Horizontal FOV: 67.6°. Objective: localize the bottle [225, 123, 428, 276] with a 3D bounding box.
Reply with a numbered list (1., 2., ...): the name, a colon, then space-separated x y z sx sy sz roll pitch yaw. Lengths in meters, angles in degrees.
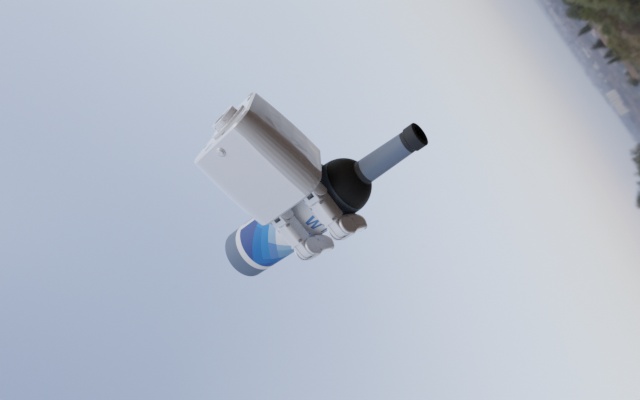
1. bottle: 0.000 0.002 0.568 0.296 0.069 0.069 -35 -20 32
